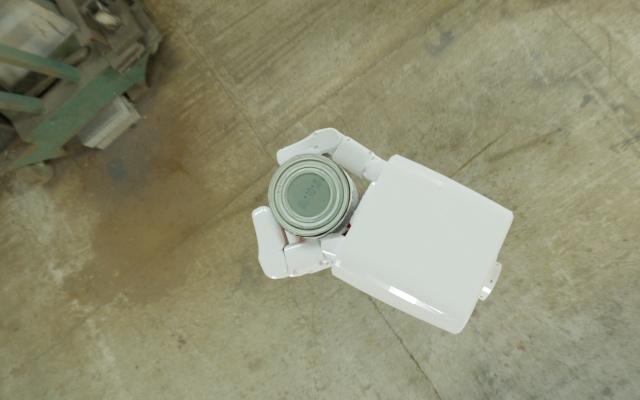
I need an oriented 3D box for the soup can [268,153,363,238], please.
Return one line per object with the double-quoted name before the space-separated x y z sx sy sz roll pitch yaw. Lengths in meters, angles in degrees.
"soup can" 0.000 0.001 0.418 0.068 0.068 0.102 0 -7 11
